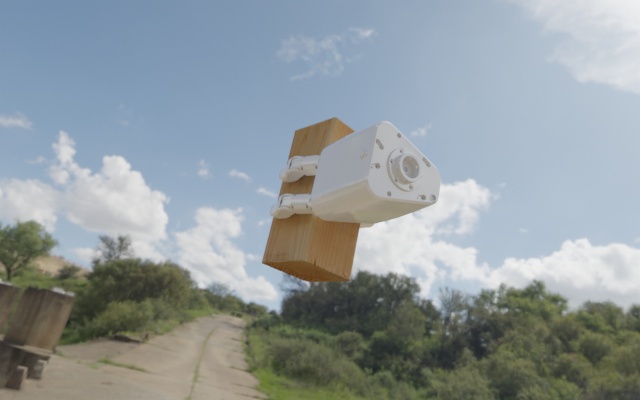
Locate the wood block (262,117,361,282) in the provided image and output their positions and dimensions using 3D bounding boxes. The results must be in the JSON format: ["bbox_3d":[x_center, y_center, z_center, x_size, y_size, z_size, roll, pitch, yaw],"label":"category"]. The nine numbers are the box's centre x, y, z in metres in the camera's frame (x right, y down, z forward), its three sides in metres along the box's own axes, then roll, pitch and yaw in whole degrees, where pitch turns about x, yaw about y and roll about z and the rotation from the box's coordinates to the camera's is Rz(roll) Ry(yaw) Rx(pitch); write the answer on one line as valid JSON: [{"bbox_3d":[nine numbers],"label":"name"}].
[{"bbox_3d":[0.001,0.002,0.671,0.090,0.206,0.091,-10,-31,45],"label":"wood block"}]
